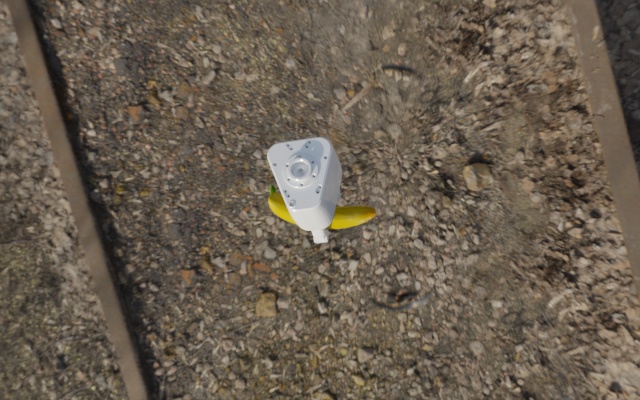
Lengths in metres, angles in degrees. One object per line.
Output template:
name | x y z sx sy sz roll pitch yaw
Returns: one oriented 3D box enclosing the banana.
banana | -0.010 0.016 0.797 0.198 0.069 0.037 14 -34 17
